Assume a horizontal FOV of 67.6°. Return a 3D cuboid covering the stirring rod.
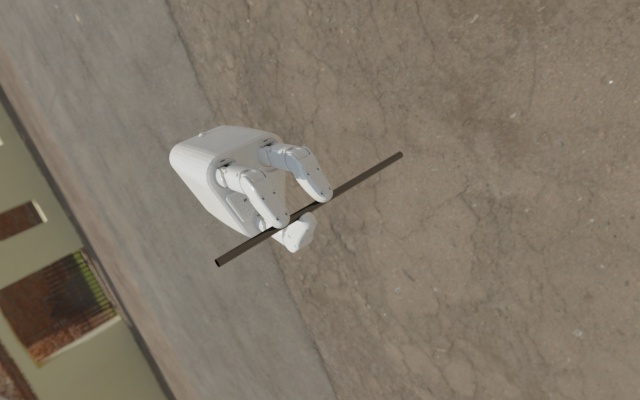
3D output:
[{"bbox_3d":[0.000,0.002,0.473,0.239,0.011,0.011,-31,16,-30],"label":"stirring rod"}]
